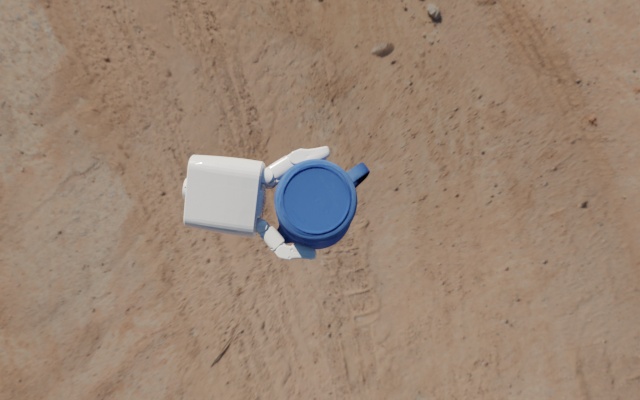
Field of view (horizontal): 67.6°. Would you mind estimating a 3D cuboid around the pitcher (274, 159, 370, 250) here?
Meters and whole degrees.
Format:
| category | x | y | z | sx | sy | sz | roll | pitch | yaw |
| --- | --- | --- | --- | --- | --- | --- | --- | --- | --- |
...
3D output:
| category | x | y | z | sx | sy | sz | roll | pitch | yaw |
| --- | --- | --- | --- | --- | --- | --- | --- | --- | --- |
| pitcher | 0.000 | 0.002 | 0.726 | 0.145 | 0.149 | 0.243 | 9 | -5 | -1 |
